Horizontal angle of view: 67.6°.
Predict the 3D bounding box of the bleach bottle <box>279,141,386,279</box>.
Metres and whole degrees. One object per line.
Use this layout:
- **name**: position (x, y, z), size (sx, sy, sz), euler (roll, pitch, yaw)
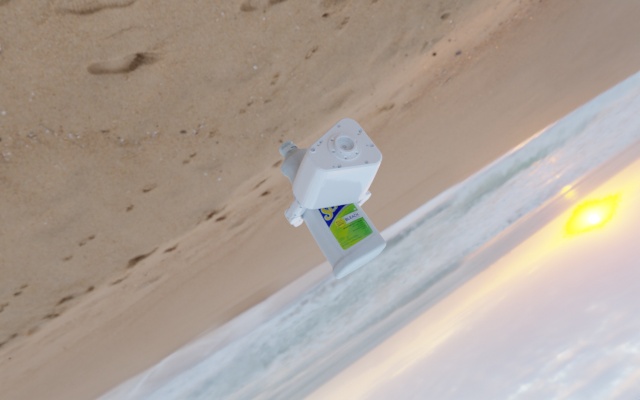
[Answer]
- **bleach bottle**: position (0.000, 0.003, 0.815), size (0.102, 0.250, 0.068), euler (-27, -20, -26)
